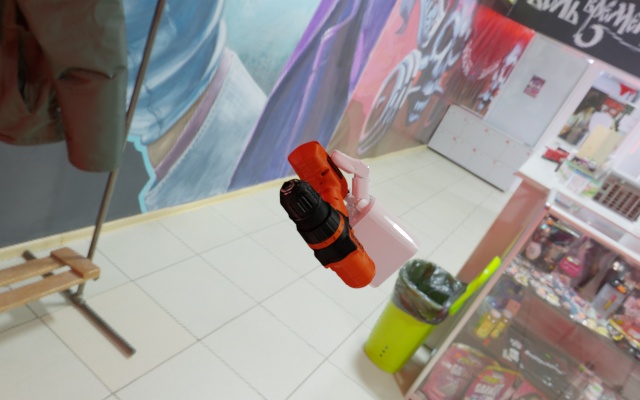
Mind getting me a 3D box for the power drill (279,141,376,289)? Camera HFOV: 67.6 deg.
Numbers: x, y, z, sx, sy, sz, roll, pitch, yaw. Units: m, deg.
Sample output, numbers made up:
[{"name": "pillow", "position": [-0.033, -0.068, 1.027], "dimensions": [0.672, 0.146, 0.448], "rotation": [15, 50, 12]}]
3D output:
[{"name": "power drill", "position": [0.000, 0.002, 0.619], "dimensions": [0.057, 0.184, 0.187], "rotation": [-27, 37, 13]}]
